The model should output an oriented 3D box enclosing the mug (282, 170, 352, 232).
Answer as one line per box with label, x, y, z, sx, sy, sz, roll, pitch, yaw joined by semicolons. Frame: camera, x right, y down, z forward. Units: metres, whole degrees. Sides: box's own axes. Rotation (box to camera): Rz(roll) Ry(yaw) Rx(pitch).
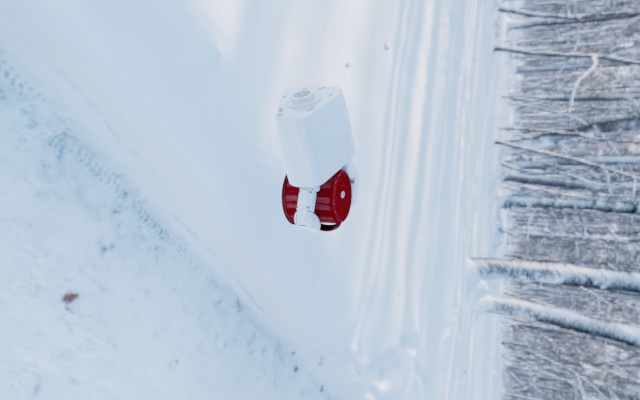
mug;0.001;0.004;0.736;0.081;0.117;0.093;3;38;23
